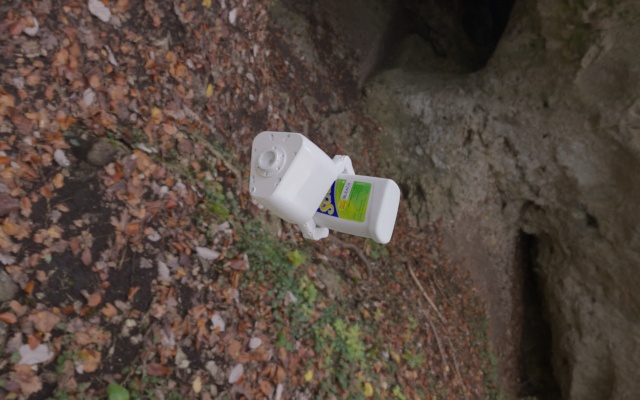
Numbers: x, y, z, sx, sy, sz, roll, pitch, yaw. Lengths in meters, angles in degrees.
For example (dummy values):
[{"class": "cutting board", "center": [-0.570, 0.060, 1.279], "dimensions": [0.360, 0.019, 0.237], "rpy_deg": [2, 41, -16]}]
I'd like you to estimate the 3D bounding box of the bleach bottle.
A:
[{"class": "bleach bottle", "center": [0.000, 0.003, 0.799], "dimensions": [0.251, 0.102, 0.068], "rpy_deg": [7, -16, 30]}]
